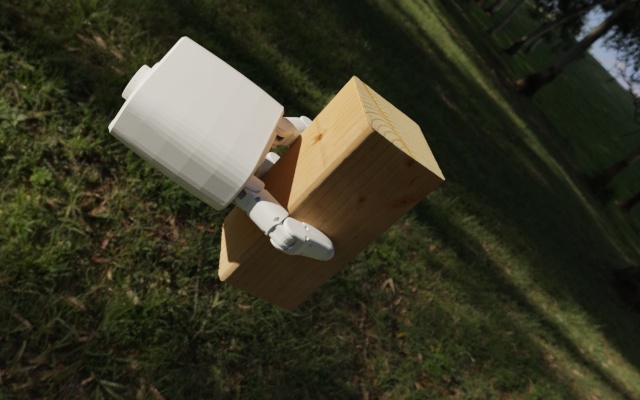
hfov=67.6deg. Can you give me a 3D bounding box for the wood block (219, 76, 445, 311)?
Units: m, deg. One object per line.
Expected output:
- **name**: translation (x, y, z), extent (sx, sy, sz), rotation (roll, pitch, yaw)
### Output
- **wood block**: translation (0.000, 0.001, 0.451), extent (0.090, 0.090, 0.206), rotation (30, -60, -28)
